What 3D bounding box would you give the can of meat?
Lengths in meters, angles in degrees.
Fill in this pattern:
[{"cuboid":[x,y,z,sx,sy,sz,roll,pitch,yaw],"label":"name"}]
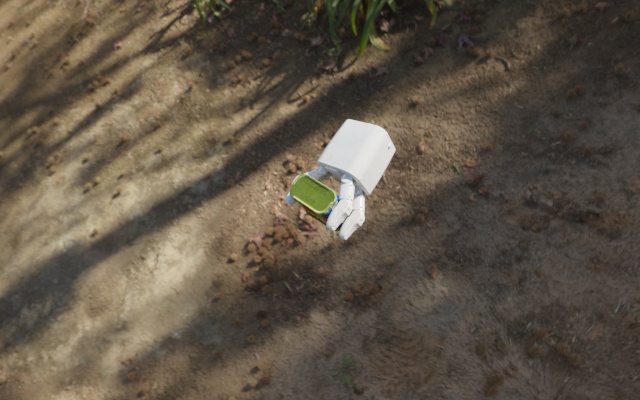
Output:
[{"cuboid":[0.000,0.003,0.886,0.102,0.057,0.084,32,-7,32],"label":"can of meat"}]
